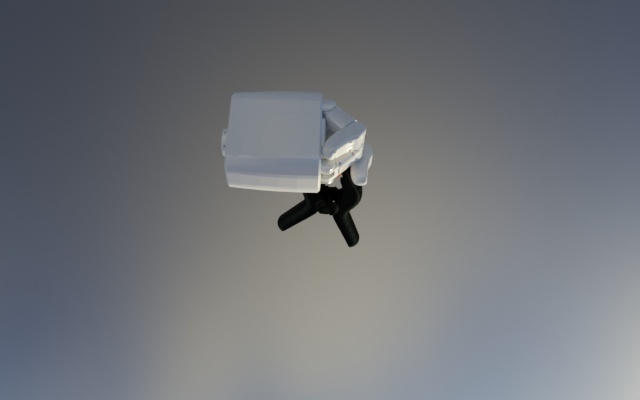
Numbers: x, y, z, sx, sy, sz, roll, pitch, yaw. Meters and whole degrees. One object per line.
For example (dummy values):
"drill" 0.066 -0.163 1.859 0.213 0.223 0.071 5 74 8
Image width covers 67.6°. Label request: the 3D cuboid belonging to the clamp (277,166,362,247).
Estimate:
"clamp" 0.000 0.002 0.643 0.120 0.039 0.172 4 -42 0
